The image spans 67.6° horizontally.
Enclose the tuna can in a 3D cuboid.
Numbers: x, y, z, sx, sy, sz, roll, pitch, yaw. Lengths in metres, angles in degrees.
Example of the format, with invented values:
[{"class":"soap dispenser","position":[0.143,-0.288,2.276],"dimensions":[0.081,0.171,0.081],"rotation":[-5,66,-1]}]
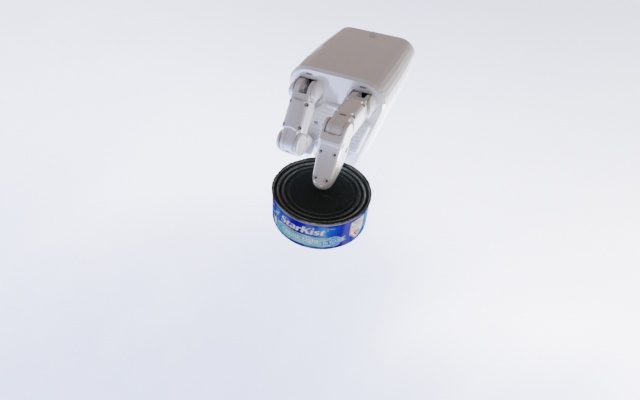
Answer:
[{"class":"tuna can","position":[0.000,0.002,0.418],"dimensions":[0.086,0.034,0.086],"rotation":[3,43,-3]}]
